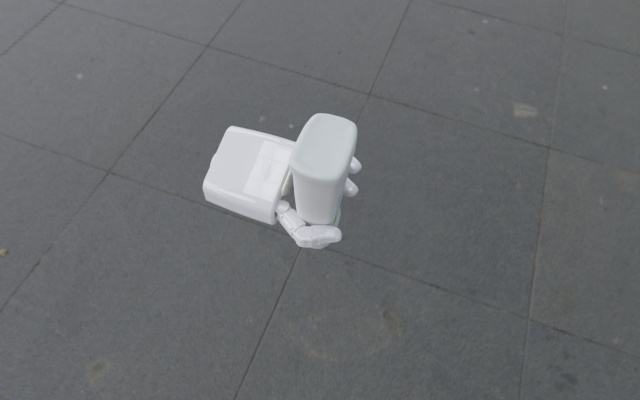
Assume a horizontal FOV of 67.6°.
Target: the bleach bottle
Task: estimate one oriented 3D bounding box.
[{"bbox_3d":[0.000,0.002,0.654,0.068,0.102,0.251,17,-33,8],"label":"bleach bottle"}]
